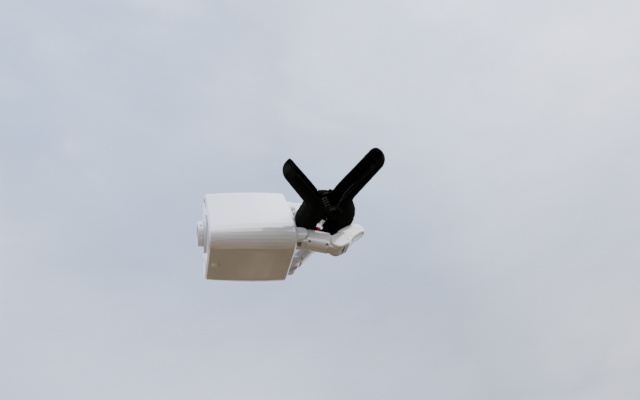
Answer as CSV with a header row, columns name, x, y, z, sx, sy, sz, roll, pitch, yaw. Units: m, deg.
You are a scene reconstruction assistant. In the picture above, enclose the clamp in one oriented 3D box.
name,x,y,z,sx,sy,sz,roll,pitch,yaw
clamp,0.000,0.002,0.589,0.120,0.039,0.172,2,-44,-18
